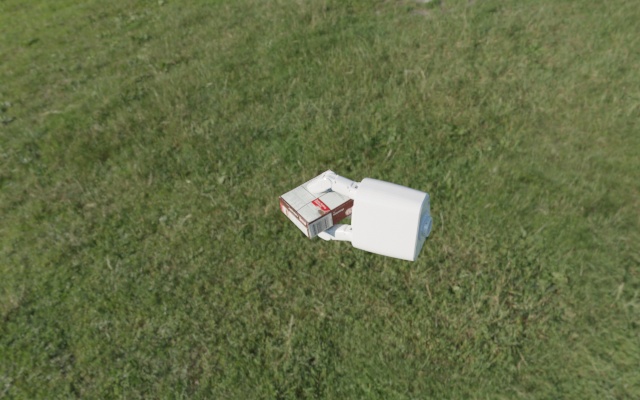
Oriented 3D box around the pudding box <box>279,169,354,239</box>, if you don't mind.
[{"bbox_3d":[0.000,0.003,0.812,0.113,0.039,0.090,-29,47,-23],"label":"pudding box"}]
